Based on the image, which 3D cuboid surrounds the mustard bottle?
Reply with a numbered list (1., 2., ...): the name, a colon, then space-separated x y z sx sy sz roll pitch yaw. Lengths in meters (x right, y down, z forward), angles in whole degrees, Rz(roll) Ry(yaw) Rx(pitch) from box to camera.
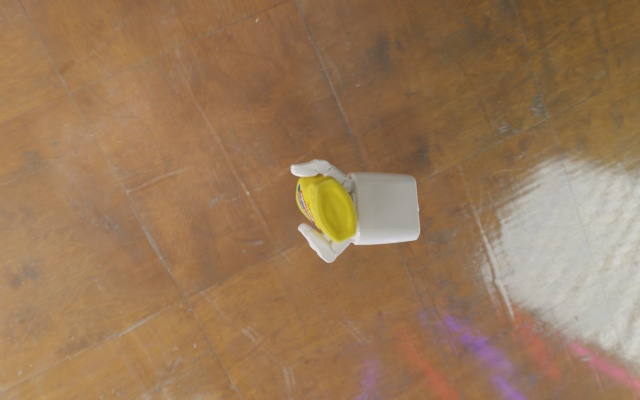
1. mustard bottle: 0.000 0.003 0.768 0.058 0.096 0.191 -25 13 -9
